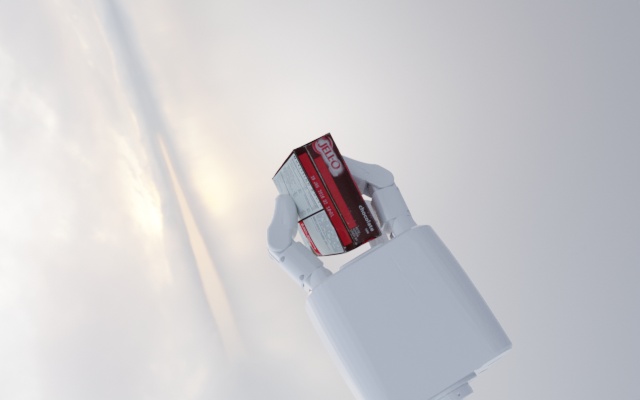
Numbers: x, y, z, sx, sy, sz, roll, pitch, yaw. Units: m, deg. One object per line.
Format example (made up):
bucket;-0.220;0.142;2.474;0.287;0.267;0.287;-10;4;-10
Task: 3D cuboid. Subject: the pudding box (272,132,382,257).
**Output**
pudding box;0.000;0.001;0.411;0.039;0.090;0.113;-26;-1;-19
